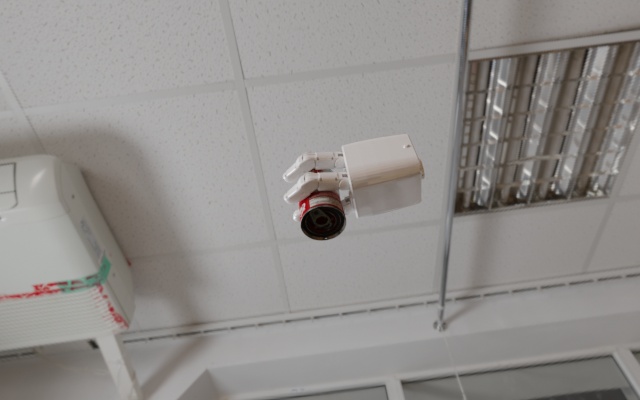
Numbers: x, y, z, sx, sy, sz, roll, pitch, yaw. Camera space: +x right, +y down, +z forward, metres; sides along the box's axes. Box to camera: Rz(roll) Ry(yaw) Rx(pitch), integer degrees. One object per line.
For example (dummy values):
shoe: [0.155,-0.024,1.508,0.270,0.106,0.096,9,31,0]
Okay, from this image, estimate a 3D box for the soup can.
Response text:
soup can: [0.000,0.002,0.736,0.068,0.069,0.102,0,39,-6]
